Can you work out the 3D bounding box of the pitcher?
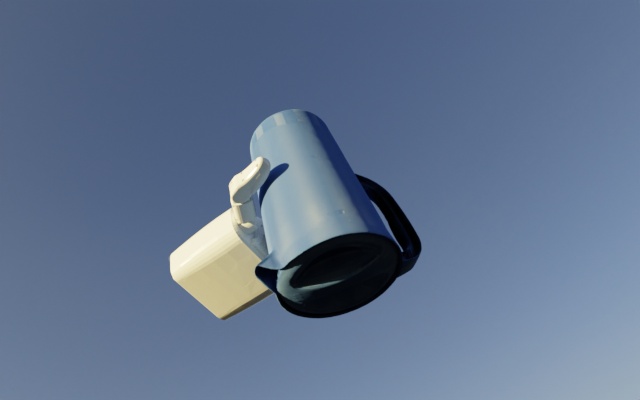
[{"bbox_3d":[0.000,0.002,0.557,0.145,0.242,0.149,-34,-45,14],"label":"pitcher"}]
